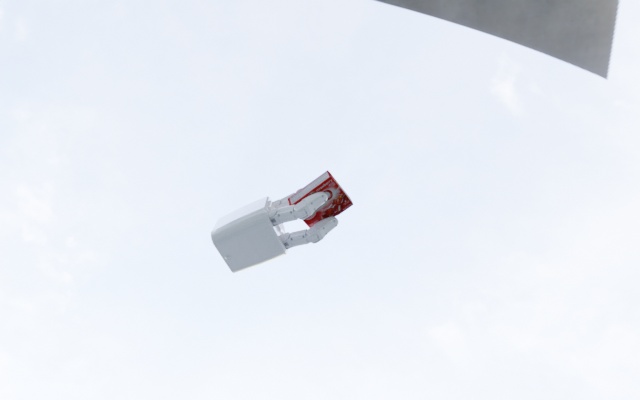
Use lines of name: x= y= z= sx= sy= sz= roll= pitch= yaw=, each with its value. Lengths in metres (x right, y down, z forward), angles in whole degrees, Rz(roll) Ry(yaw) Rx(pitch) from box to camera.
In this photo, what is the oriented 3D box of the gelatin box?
gelatin box: x=0.000 y=0.002 z=0.824 sx=0.089 sy=0.073 sz=0.030 roll=-36 pitch=31 yaw=8
